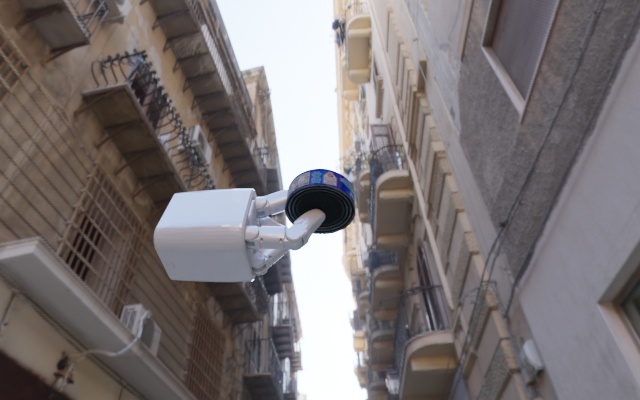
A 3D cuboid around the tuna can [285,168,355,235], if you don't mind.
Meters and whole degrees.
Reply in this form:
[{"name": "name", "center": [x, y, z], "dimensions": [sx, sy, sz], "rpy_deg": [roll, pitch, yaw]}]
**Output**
[{"name": "tuna can", "center": [0.000, 0.002, 0.590], "dimensions": [0.086, 0.033, 0.086], "rpy_deg": [2, -45, 2]}]
